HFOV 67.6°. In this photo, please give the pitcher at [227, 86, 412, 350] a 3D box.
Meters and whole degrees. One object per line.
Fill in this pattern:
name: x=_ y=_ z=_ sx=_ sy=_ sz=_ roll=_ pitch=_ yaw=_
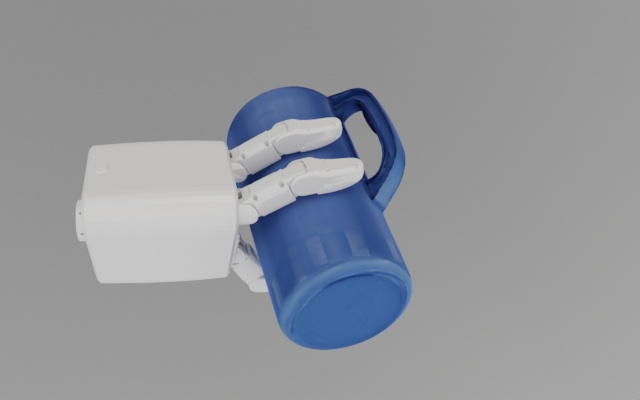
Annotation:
pitcher: x=0.000 y=0.001 z=0.442 sx=0.145 sy=0.149 sz=0.242 roll=-2 pitch=41 yaw=-18
